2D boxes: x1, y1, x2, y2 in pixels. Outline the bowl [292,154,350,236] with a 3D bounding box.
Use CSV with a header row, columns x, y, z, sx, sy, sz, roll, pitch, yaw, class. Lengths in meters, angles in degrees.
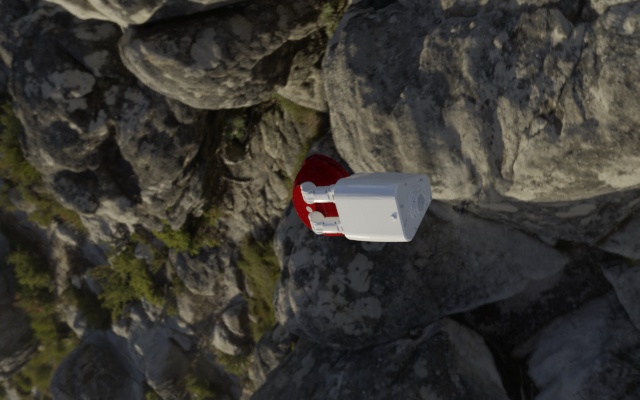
x,y,z,sx,sy,sz,roll,pitch,yaw,class
-0.001,0.003,0.839,0.055,0.162,0.162,-31,17,-32,bowl
